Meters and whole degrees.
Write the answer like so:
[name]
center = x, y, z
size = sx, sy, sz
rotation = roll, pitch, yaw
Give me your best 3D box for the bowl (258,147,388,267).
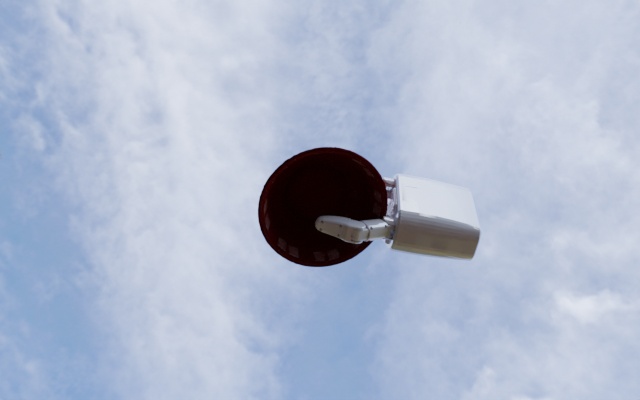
[bowl]
center = -0.001, 0.001, 0.603
size = 0.162, 0.162, 0.055
rotation = 0, 24, -12
